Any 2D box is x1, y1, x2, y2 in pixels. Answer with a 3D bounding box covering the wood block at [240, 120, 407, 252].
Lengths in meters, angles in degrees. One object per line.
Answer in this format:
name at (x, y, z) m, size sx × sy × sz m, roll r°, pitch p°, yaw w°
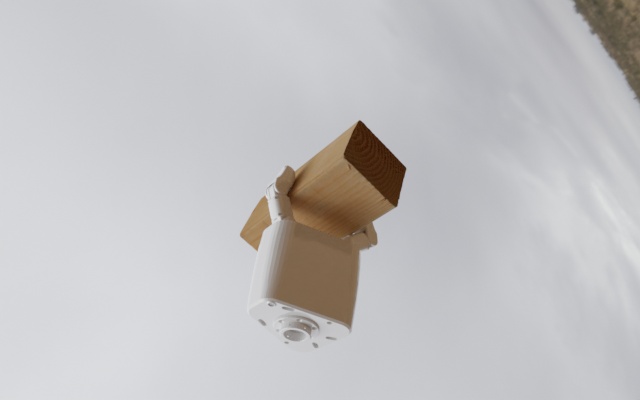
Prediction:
wood block at (0.000, 0.002, 0.622) m, size 0.206 × 0.091 × 0.090 m, roll -35°, pitch 19°, yaw 36°
